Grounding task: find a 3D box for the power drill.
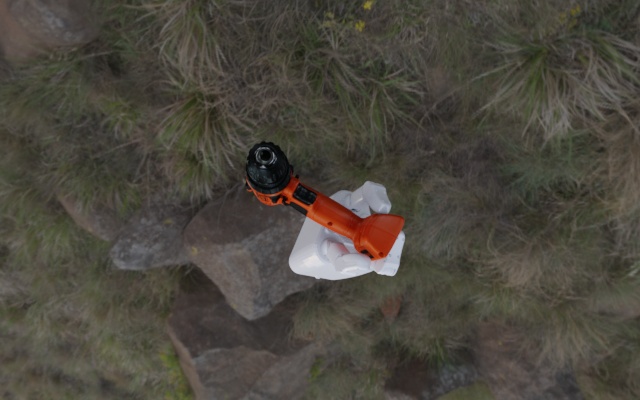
[{"bbox_3d":[0.000,0.002,0.557,0.187,0.057,0.184,30,-8,1],"label":"power drill"}]
